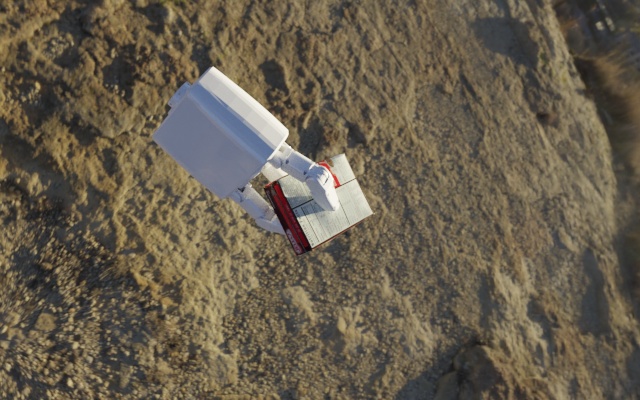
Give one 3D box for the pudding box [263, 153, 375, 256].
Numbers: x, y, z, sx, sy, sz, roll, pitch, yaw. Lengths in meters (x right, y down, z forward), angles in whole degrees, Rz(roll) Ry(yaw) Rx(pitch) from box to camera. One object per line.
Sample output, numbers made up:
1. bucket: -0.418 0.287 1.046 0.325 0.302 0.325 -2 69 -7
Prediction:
1. pudding box: 0.000 0.002 0.567 0.113 0.090 0.039 -26 0 -36
